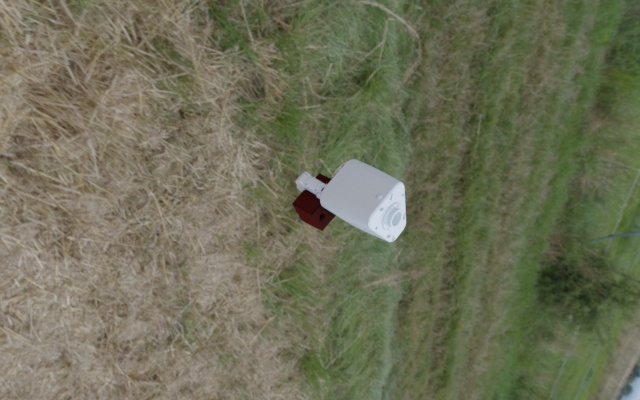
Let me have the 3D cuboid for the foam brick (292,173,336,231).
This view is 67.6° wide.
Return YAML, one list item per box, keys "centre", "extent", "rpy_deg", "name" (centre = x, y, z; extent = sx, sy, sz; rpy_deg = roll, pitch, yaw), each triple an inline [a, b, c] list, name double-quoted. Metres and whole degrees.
- centre: [0.000, 0.003, 0.831]
  extent: [0.051, 0.078, 0.053]
  rpy_deg: [29, -20, 37]
  name: "foam brick"
